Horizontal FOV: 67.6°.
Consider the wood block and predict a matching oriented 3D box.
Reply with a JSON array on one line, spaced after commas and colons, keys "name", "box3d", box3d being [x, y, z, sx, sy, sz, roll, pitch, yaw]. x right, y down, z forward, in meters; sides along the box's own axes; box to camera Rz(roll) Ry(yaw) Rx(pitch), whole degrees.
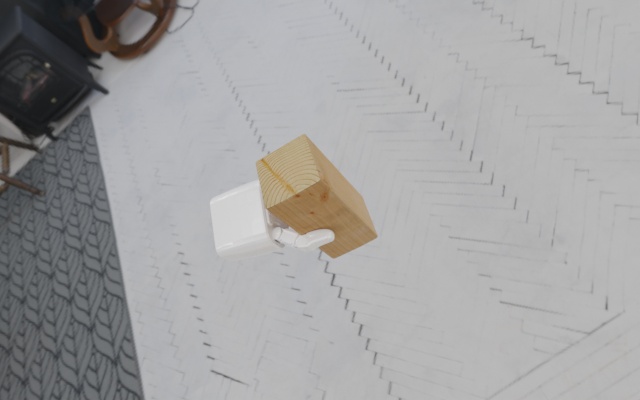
[{"name": "wood block", "box3d": [0.000, 0.003, 0.740, 0.090, 0.090, 0.206, -28, -36, 15]}]
